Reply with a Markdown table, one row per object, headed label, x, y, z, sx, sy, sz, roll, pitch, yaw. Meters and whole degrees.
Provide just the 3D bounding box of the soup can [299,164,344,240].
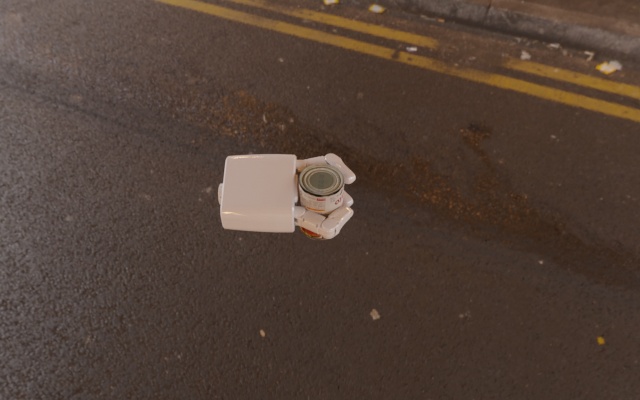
| label | x | y | z | sx | sy | sz | roll | pitch | yaw |
| --- | --- | --- | --- | --- | --- | --- | --- | --- | --- |
| soup can | 0.001 | 0.002 | 0.723 | 0.068 | 0.068 | 0.102 | 0 | -42 | -2 |
